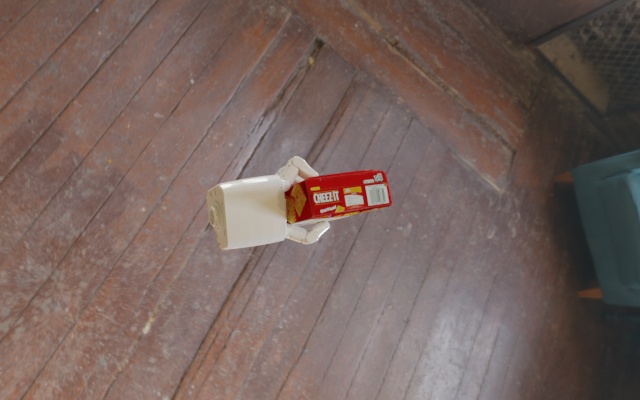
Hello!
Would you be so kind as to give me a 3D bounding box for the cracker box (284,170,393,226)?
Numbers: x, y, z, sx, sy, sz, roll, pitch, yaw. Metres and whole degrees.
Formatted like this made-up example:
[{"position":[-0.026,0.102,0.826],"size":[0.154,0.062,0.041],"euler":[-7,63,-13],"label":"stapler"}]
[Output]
[{"position":[0.000,0.003,0.876],"size":[0.164,0.072,0.214],"euler":[-8,-5,-30],"label":"cracker box"}]
